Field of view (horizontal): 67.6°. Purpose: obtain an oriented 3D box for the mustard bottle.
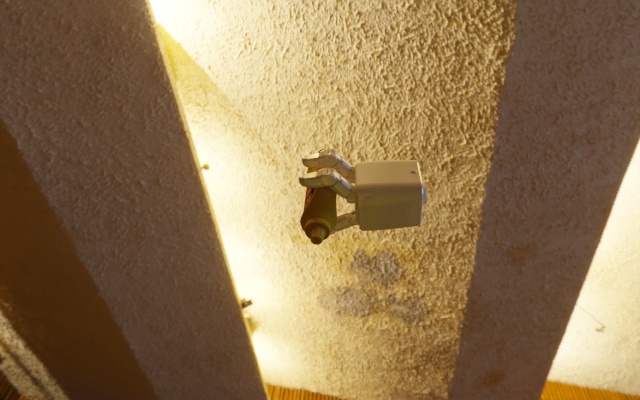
[{"bbox_3d":[0.000,0.002,0.797,0.058,0.096,0.191,15,38,-8],"label":"mustard bottle"}]
